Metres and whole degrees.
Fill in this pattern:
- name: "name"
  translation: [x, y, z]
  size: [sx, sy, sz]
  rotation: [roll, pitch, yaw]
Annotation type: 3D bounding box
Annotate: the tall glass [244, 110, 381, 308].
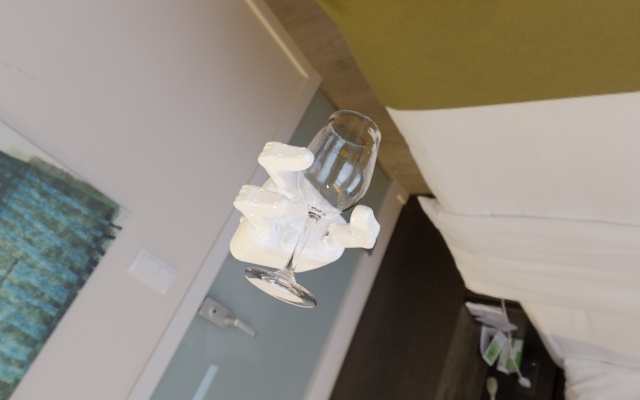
- name: "tall glass"
  translation: [0.000, 0.002, 0.488]
  size: [0.079, 0.201, 0.079]
  rotation: [20, -26, 10]
